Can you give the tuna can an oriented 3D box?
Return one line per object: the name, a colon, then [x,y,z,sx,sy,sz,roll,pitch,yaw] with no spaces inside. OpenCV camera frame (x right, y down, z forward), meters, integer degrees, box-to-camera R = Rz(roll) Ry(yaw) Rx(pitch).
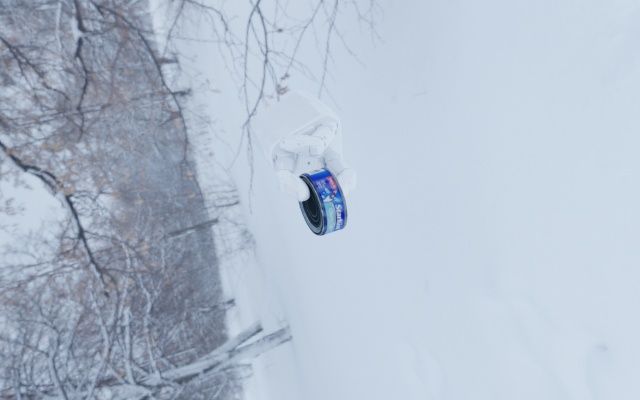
tuna can: [0.000,0.002,0.621,0.034,0.086,0.086,-18,6,-20]
